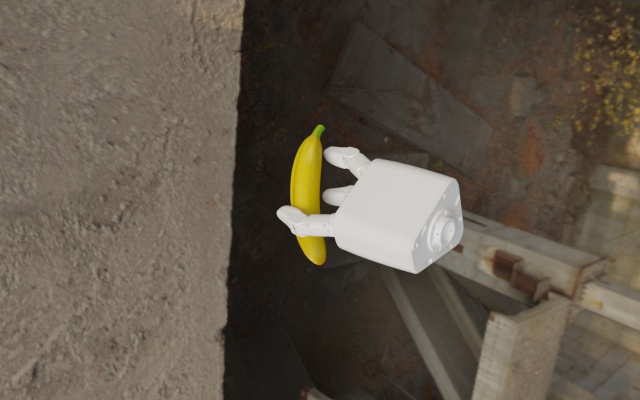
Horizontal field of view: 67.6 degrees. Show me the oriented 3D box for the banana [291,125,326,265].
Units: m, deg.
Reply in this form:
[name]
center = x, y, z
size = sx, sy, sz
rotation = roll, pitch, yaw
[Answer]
[banana]
center = -0.011, 0.003, 0.635
size = 0.037, 0.198, 0.069
rotation = 13, 20, 36
